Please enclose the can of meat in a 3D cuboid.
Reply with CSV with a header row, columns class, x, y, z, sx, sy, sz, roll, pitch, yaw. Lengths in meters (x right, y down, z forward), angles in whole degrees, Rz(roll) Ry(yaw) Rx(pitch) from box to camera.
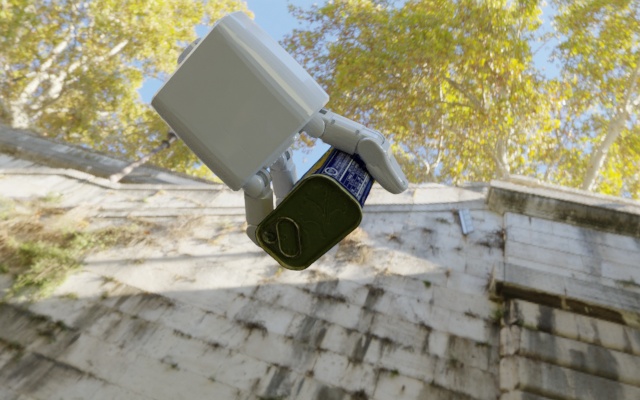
class,x,y,z,sx,sy,sz,roll,pitch,yaw
can of meat,0.000,0.001,0.425,0.102,0.057,0.084,-43,9,34
